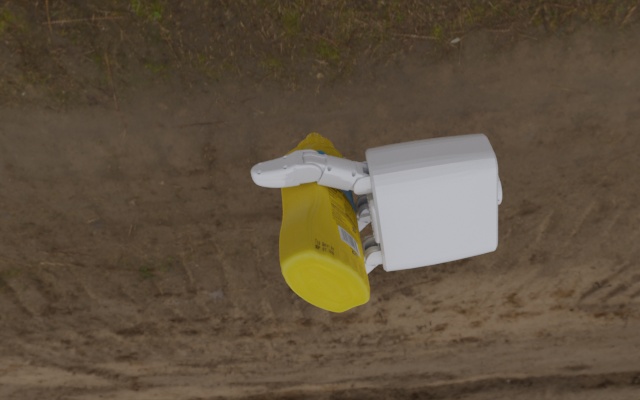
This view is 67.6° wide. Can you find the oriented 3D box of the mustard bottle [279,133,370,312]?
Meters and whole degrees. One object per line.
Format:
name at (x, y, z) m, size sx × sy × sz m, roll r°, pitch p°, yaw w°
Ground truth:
mustard bottle at (0.000, 0.002, 0.452) m, size 0.058 × 0.191 × 0.096 m, roll -27°, pitch -47°, yaw 22°
